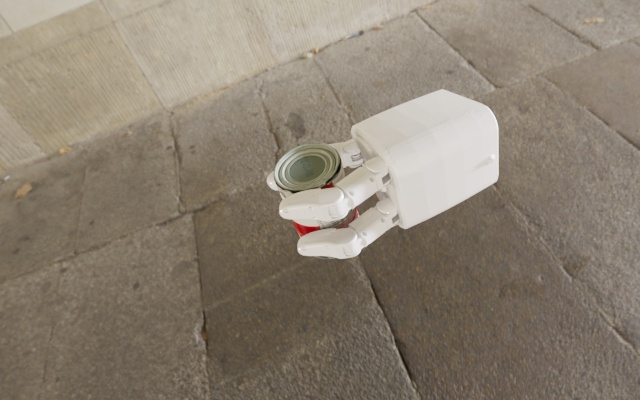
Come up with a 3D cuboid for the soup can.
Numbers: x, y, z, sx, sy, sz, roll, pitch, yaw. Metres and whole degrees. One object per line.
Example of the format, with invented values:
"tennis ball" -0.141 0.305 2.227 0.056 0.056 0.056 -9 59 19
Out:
"soup can" 0.000 0.002 0.479 0.068 0.068 0.102 0 -42 20
